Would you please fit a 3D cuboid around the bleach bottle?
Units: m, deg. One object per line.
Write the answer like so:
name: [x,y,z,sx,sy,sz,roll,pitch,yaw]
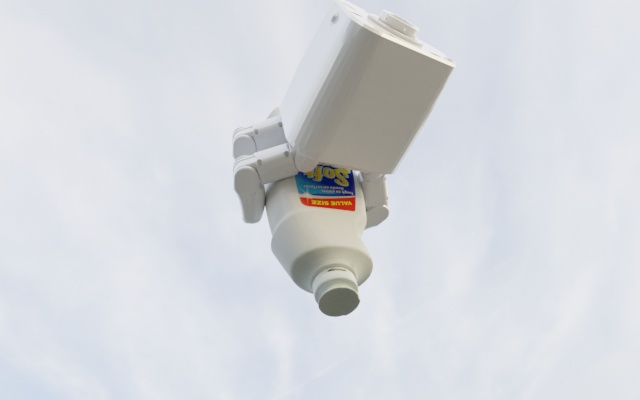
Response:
bleach bottle: [0.000,0.001,0.424,0.102,0.068,0.250,18,29,-21]
